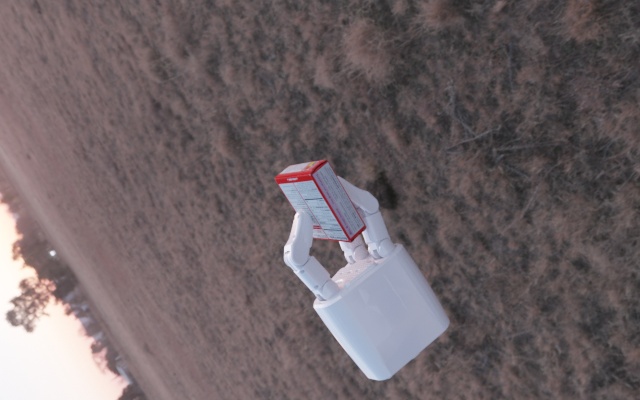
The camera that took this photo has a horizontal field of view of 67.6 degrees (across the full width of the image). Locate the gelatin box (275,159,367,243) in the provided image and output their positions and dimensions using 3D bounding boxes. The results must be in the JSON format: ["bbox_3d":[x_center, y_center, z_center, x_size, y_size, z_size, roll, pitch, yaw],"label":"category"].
[{"bbox_3d":[0.000,0.002,0.513,0.030,0.089,0.073,-42,21,-27],"label":"gelatin box"}]
